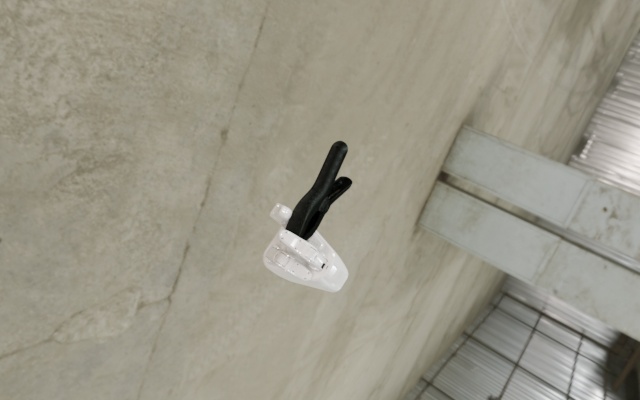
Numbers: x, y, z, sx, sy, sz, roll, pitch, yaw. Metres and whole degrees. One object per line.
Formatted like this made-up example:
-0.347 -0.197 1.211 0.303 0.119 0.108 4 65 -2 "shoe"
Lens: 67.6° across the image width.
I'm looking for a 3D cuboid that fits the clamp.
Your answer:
0.001 0.003 0.730 0.039 0.171 0.120 29 -11 26 "clamp"
